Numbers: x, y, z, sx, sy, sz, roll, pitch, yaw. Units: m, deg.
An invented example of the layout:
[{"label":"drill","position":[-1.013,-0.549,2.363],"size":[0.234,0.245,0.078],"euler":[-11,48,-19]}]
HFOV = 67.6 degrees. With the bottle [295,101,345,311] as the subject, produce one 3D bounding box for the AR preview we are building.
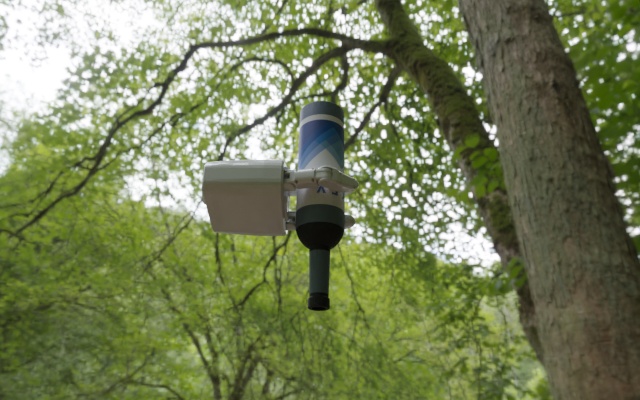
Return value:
[{"label":"bottle","position":[0.000,0.002,0.656],"size":[0.069,0.295,0.069],"euler":[1,-26,0]}]
